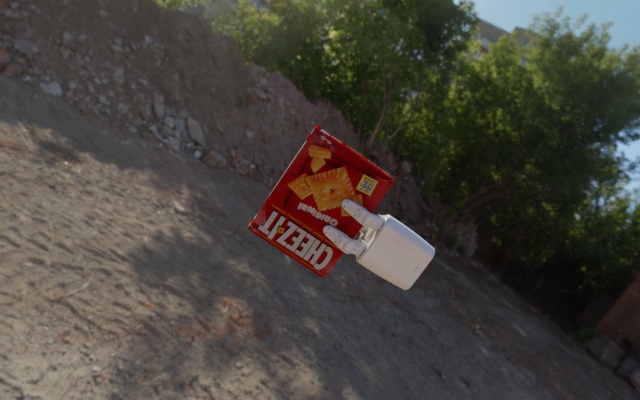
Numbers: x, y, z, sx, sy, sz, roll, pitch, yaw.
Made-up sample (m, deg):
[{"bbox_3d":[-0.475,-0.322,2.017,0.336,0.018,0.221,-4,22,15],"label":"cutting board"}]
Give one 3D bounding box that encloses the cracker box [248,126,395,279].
[{"bbox_3d":[0.000,0.003,0.833,0.164,0.214,0.072,34,9,-6],"label":"cracker box"}]
